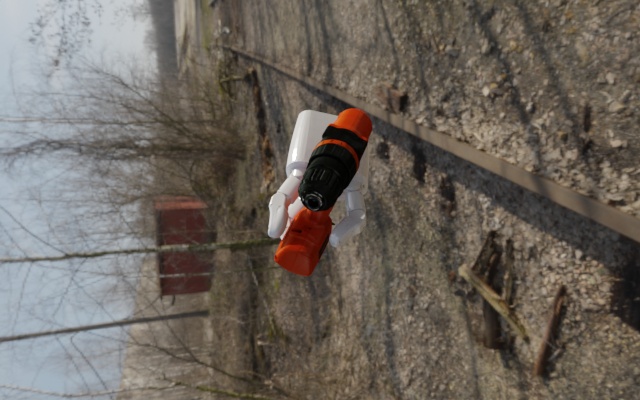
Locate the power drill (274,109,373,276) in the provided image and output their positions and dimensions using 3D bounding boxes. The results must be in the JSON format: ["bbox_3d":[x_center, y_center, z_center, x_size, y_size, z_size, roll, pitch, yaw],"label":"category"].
[{"bbox_3d":[0.000,0.002,0.563,0.057,0.188,0.184,26,39,3],"label":"power drill"}]
